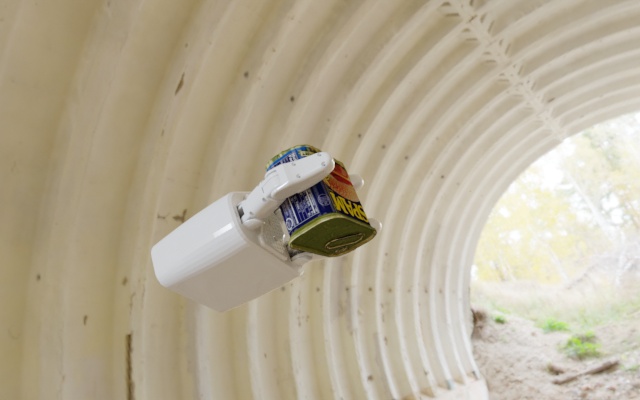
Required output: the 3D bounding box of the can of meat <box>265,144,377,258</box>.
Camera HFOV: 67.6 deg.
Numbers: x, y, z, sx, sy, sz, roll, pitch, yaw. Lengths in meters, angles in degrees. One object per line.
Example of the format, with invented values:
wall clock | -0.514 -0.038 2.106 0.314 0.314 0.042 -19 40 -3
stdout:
can of meat | 0.000 0.001 0.459 0.057 0.084 0.102 -32 -27 21
